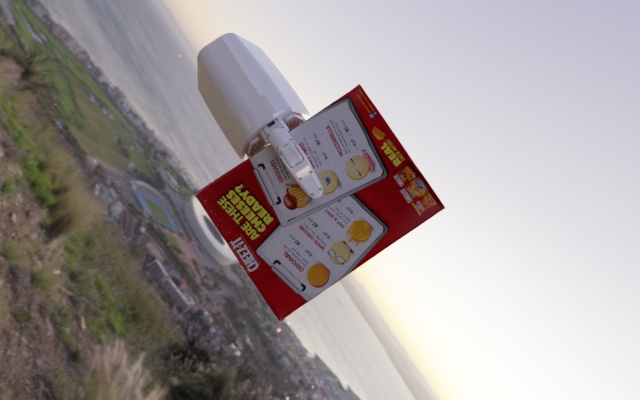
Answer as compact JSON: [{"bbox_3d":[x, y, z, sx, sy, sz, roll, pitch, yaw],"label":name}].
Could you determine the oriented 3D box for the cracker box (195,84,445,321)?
[{"bbox_3d":[0.000,0.002,0.533,0.213,0.164,0.072,-34,-3,-1],"label":"cracker box"}]
